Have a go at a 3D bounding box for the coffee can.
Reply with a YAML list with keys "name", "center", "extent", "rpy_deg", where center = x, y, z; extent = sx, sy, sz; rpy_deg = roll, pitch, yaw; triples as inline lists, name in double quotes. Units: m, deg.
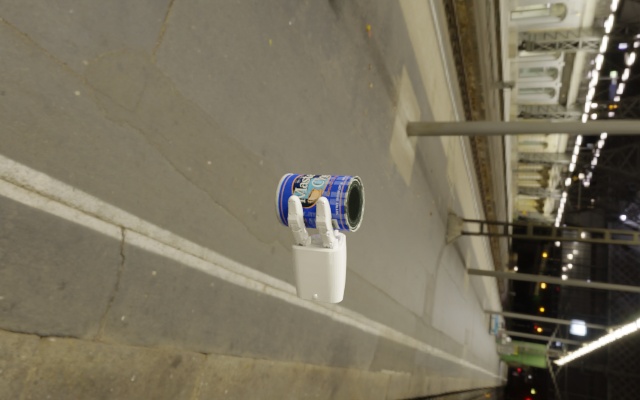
- name: "coffee can"
  center: [0.000, 0.003, 0.895]
  extent: [0.140, 0.103, 0.103]
  rpy_deg: [3, 1, 23]
